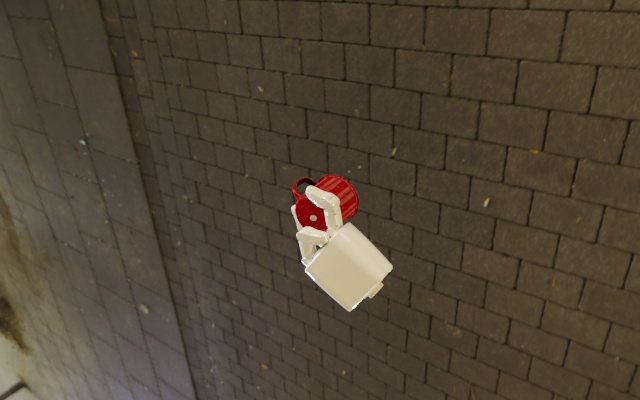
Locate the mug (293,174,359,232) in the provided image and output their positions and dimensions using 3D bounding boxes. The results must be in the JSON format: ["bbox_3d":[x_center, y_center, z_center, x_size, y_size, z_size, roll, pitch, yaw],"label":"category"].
[{"bbox_3d":[-0.001,0.002,0.850,0.081,0.117,0.093,-38,-14,-45],"label":"mug"}]
